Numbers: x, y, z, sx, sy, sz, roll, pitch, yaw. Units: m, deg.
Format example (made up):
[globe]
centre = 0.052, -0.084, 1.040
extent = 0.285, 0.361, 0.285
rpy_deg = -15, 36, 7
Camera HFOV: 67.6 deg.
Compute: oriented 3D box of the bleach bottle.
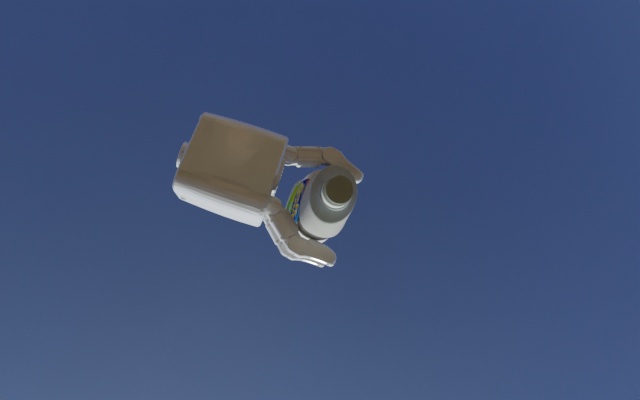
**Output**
[bleach bottle]
centre = 0.000, 0.002, 0.585
extent = 0.068, 0.102, 0.251
rpy_deg = 19, -12, -6
